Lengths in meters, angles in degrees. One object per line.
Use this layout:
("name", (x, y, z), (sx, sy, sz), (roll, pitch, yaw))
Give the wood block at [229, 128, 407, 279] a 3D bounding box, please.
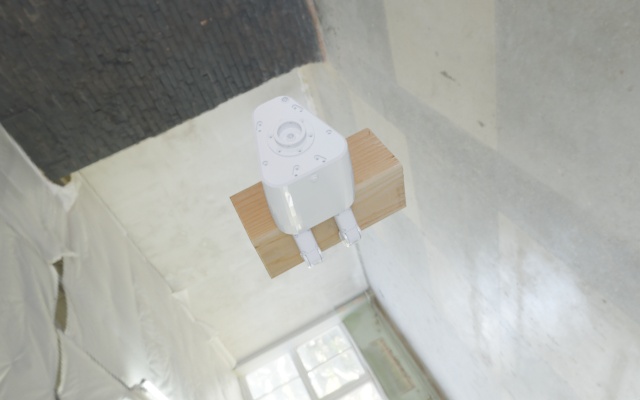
("wood block", (0.000, 0.002, 0.631), (0.206, 0.090, 0.090), (-27, -40, -8))
